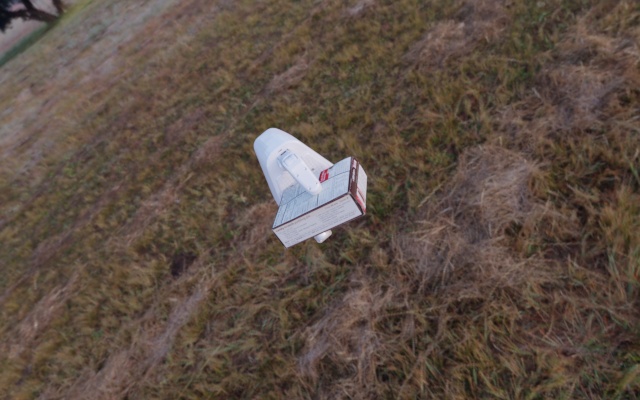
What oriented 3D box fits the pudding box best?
[{"bbox_3d":[0.000,0.002,0.585,0.113,0.039,0.090,-27,27,23],"label":"pudding box"}]
